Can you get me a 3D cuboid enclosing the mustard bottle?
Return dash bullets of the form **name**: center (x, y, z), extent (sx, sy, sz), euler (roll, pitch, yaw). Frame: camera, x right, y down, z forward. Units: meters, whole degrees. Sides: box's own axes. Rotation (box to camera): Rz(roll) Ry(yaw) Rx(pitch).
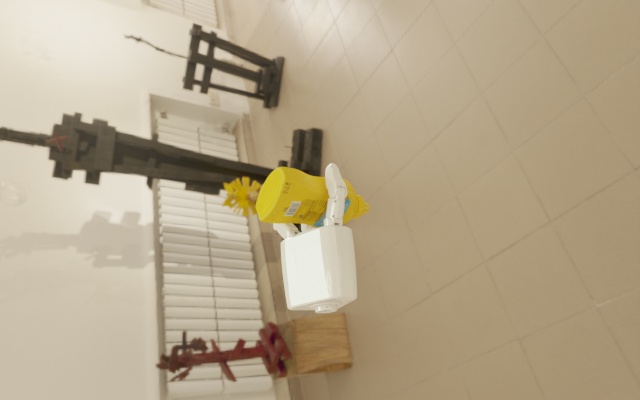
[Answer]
- **mustard bottle**: center (0.000, 0.002, 0.770), extent (0.191, 0.096, 0.058), euler (8, 40, -33)
